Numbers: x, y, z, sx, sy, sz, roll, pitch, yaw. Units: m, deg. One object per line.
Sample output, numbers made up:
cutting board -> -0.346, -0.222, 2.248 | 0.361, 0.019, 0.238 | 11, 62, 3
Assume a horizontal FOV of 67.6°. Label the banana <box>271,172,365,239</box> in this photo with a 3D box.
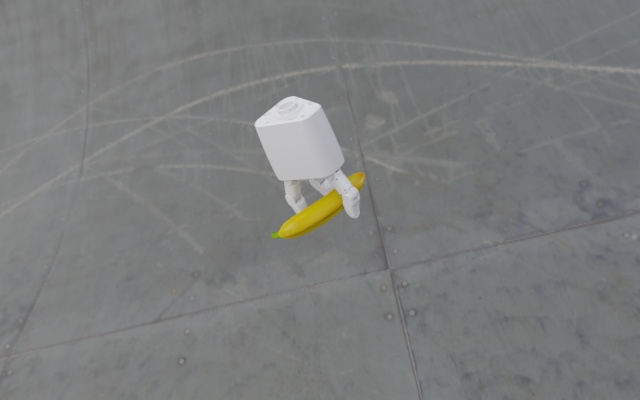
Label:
banana -> 0.004, 0.010, 0.811 | 0.198, 0.037, 0.069 | -33, 27, -9
